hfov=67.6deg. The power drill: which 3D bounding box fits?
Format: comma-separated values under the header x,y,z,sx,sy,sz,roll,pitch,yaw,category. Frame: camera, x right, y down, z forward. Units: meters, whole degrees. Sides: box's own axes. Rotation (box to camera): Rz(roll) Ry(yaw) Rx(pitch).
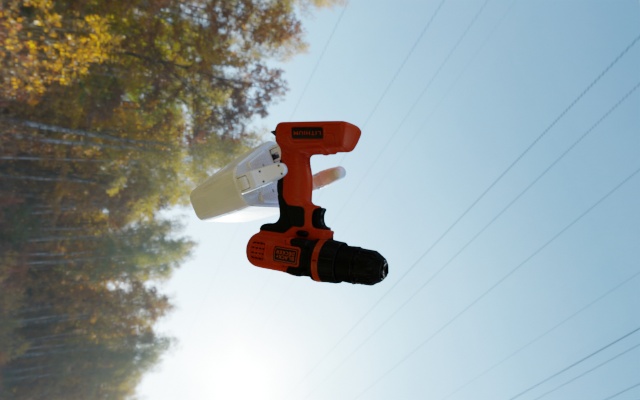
x,y,z,sx,sy,sz,roll,pitch,yaw,category
0.000,0.001,0.567,0.184,0.187,0.057,5,-4,27,power drill
